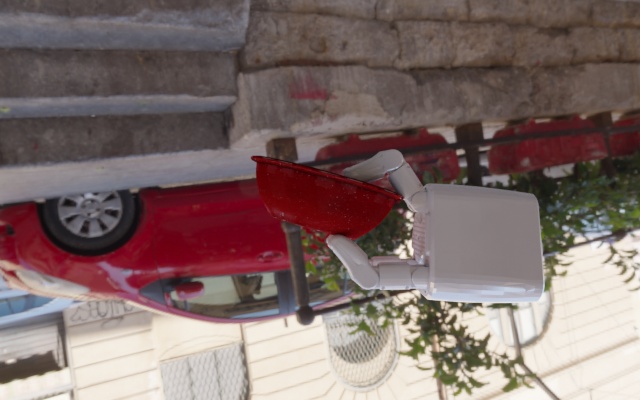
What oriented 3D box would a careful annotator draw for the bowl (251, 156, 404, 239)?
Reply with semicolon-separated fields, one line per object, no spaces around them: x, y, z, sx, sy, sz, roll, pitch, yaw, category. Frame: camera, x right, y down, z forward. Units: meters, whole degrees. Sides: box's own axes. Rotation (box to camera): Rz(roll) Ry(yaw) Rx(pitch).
-0.001;0.002;0.491;0.162;0.055;0.162;16;-1;0;bowl
